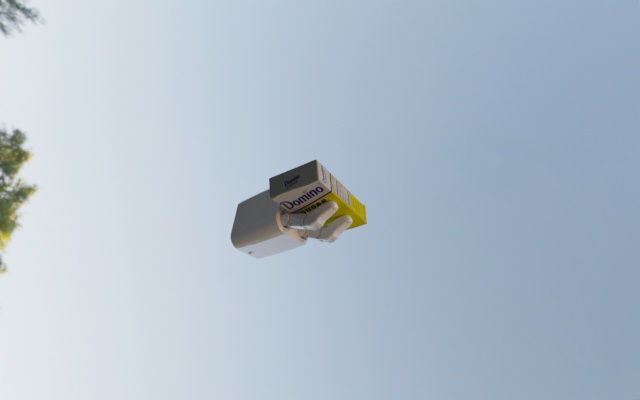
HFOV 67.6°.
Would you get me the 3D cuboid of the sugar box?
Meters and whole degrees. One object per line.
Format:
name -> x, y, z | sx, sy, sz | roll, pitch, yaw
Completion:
sugar box -> 0.000, 0.003, 0.806 | 0.093, 0.048, 0.176 | -20, -32, 24
